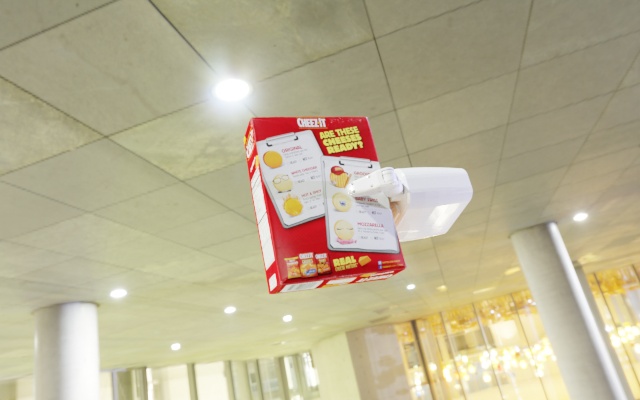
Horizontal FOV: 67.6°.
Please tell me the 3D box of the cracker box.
[{"bbox_3d":[0.000,0.002,0.608,0.164,0.213,0.072,-4,-21,-22],"label":"cracker box"}]
